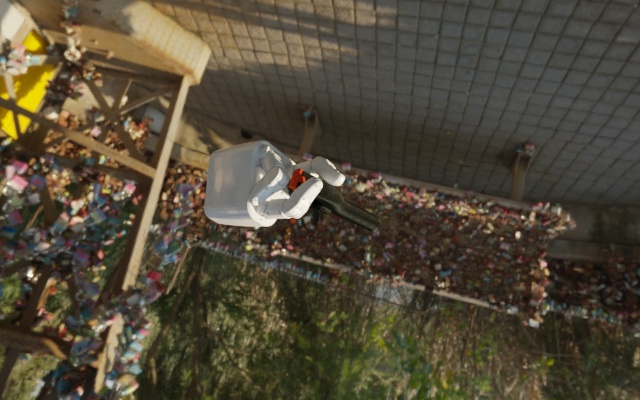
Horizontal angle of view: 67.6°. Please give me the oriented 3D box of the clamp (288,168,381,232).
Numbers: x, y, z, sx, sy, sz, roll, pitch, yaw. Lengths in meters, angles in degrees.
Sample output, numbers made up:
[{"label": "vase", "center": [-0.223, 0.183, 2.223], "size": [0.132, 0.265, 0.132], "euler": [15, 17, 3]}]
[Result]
[{"label": "clamp", "center": [0.000, 0.003, 0.699], "size": [0.120, 0.039, 0.171], "euler": [-3, -28, 40]}]
